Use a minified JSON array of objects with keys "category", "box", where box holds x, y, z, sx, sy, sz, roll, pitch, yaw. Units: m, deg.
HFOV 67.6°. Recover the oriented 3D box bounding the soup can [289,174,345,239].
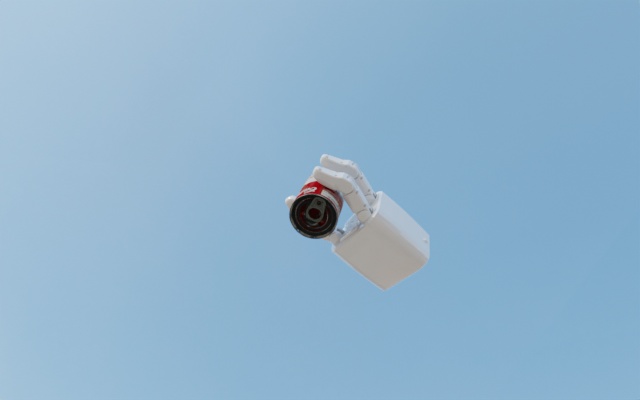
[{"category":"soup can","box":[0.000,0.002,0.692,0.068,0.068,0.102,0,24,12]}]
